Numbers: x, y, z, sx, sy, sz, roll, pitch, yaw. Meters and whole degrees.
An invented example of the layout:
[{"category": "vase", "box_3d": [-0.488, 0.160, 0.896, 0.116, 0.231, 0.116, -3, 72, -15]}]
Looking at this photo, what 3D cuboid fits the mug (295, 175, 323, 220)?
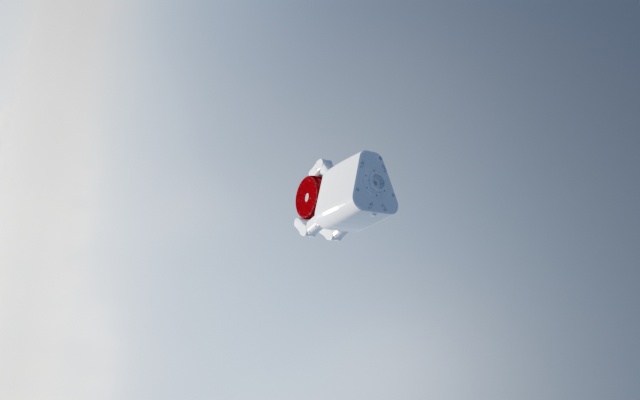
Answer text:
[{"category": "mug", "box_3d": [-0.001, 0.003, 0.896, 0.081, 0.093, 0.117, 10, -25, -31]}]
